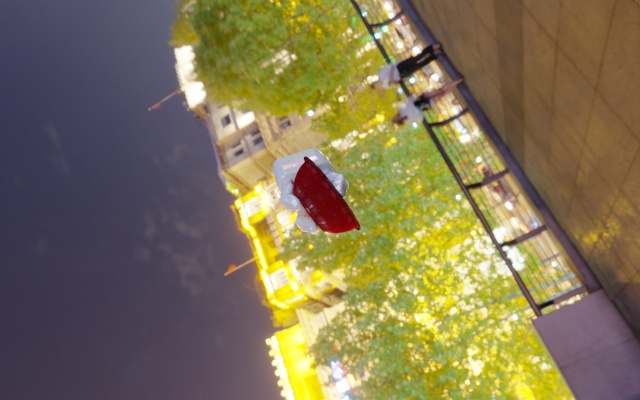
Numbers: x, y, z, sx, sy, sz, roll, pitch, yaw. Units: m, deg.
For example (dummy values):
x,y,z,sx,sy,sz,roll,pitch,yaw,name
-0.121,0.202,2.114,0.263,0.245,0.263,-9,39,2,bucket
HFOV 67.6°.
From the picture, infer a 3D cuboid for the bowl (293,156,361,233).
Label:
x,y,z,sx,sy,sz,roll,pitch,yaw,name
0.000,0.003,0.833,0.055,0.162,0.162,-37,4,-5,bowl
